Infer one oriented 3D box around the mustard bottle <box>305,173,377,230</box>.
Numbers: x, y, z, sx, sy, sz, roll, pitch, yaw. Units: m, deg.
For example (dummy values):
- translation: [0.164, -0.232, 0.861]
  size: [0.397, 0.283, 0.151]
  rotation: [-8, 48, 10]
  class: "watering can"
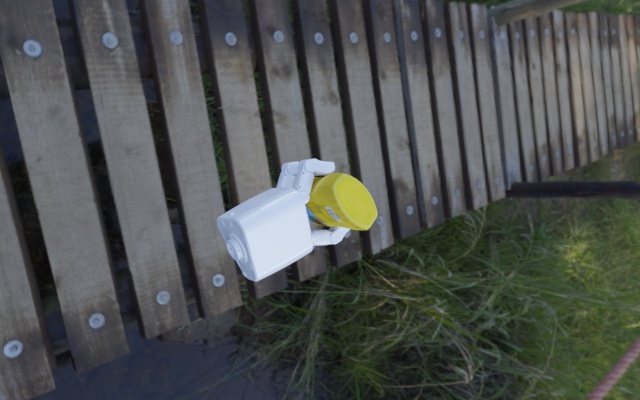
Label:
- translation: [0.000, 0.002, 0.773]
  size: [0.096, 0.058, 0.191]
  rotation: [47, -24, -25]
  class: "mustard bottle"
